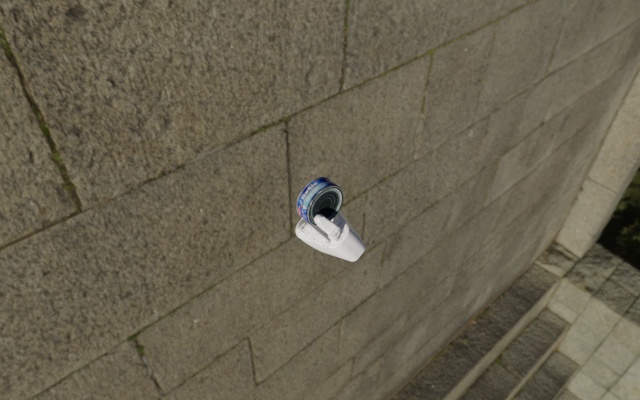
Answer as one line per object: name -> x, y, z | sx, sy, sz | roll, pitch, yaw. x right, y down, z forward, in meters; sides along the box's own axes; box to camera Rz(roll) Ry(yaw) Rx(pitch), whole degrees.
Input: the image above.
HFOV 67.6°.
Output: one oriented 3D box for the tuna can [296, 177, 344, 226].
tuna can -> 0.000, 0.003, 0.860 | 0.086, 0.086, 0.033 | 0, 29, -45
